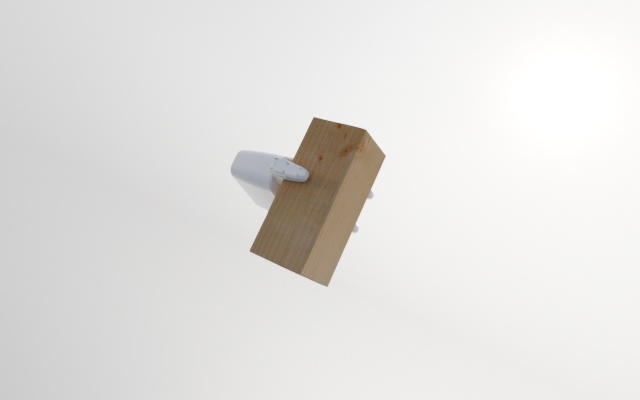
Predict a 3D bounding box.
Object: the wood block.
[{"bbox_3d":[0.000,0.002,0.661,0.090,0.206,0.091,20,-9,32],"label":"wood block"}]
